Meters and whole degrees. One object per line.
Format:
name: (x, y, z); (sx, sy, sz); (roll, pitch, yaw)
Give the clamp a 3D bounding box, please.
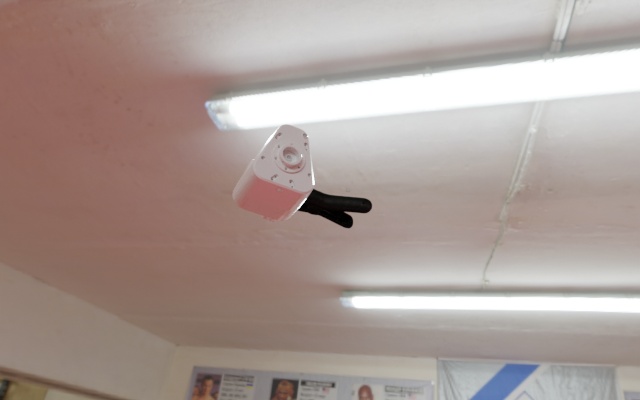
clamp: (0.000, 0.002, 0.800); (0.171, 0.039, 0.120); (17, -26, -17)
